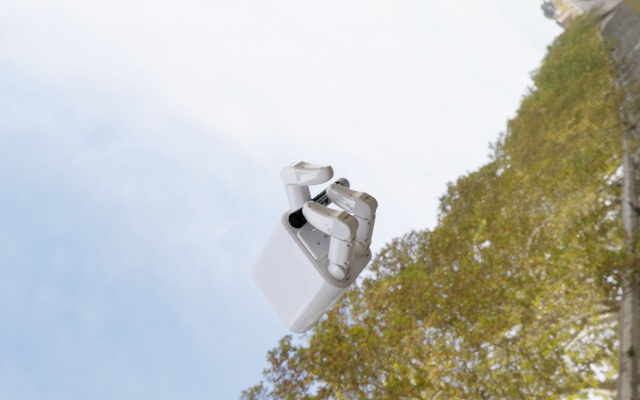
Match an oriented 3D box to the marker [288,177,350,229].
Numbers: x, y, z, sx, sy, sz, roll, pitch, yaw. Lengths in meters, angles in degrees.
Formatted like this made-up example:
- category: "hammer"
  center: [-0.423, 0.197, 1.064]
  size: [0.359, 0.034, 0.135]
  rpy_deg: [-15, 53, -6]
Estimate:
- category: "marker"
  center: [0.000, 0.002, 0.542]
  size: [0.020, 0.020, 0.121]
  rpy_deg: [0, 21, 30]
